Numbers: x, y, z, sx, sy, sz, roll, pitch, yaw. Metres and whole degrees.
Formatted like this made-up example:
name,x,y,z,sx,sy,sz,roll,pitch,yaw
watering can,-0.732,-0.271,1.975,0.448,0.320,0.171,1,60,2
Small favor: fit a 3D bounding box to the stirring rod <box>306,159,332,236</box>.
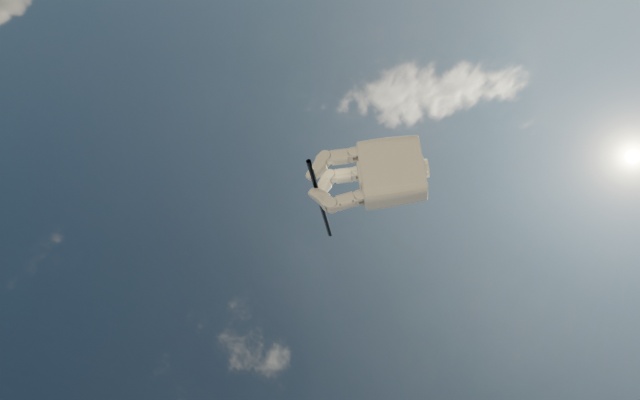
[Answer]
name,x,y,z,sx,sy,sz,roll,pitch,yaw
stirring rod,0.000,0.003,0.854,0.011,0.011,0.240,0,-33,11
